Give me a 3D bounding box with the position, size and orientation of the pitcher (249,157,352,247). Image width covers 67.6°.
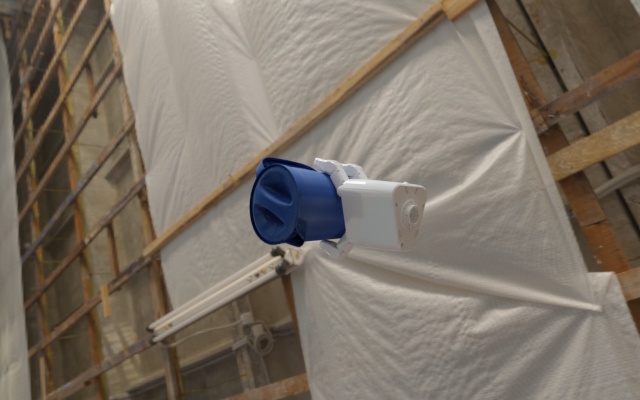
[{"bbox_3d":[0.000,0.003,0.861,0.243,0.149,0.145,3,0,-44],"label":"pitcher"}]
